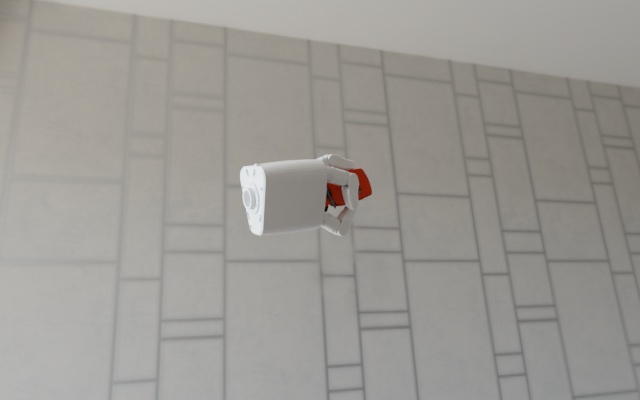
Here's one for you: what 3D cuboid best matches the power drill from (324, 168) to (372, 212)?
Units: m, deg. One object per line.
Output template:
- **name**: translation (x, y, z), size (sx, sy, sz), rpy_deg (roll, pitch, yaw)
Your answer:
- **power drill**: translation (0.000, 0.003, 0.873), size (0.188, 0.057, 0.184), rpy_deg (-27, -5, 39)
